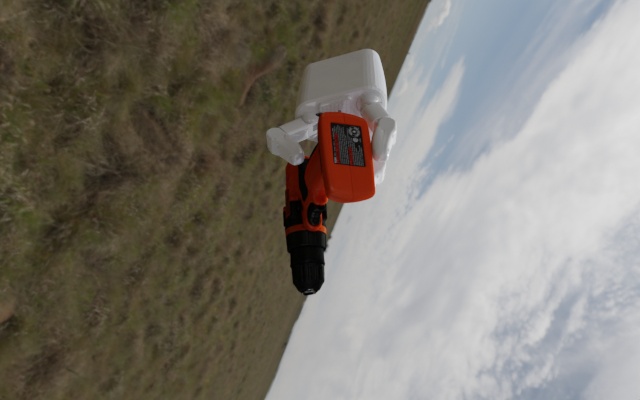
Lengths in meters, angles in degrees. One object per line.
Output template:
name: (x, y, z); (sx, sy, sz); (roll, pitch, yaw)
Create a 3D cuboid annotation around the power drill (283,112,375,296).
power drill: (0.000, 0.001, 0.554); (0.057, 0.184, 0.188); (3, -25, -20)
